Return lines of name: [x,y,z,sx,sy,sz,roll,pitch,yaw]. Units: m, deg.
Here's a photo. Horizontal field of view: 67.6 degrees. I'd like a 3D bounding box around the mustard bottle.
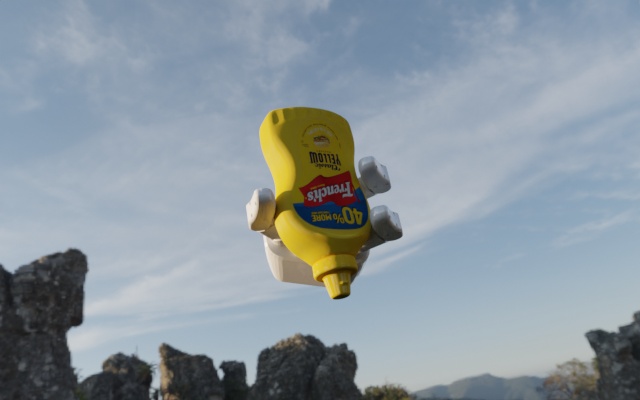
mustard bottle: [0.000,0.001,0.465,0.096,0.191,0.058,3,-28,-28]
